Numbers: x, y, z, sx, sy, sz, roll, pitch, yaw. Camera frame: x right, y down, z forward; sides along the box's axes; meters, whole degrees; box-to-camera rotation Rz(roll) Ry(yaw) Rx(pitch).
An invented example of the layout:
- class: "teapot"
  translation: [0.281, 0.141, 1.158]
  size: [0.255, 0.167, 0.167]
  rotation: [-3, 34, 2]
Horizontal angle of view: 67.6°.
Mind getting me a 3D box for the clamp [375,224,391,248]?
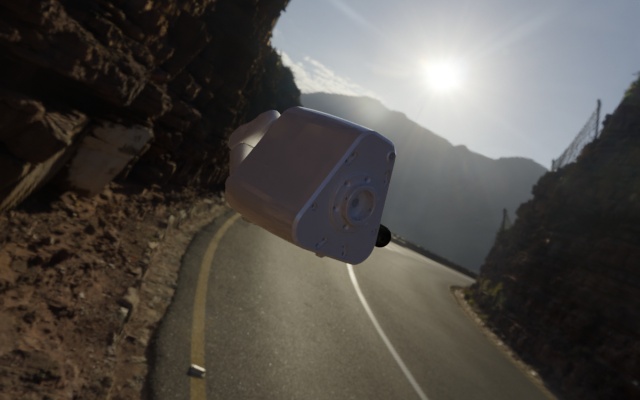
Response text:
- class: "clamp"
  translation: [0.000, 0.001, 0.525]
  size: [0.171, 0.039, 0.120]
  rotation: [24, 0, -41]
